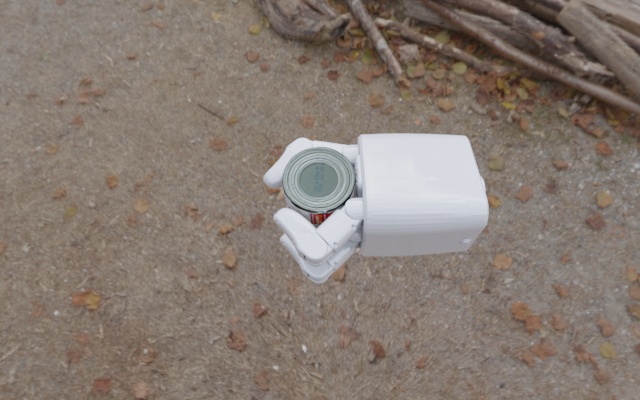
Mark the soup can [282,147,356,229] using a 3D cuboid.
[{"bbox_3d":[0.000,0.001,0.467,0.068,0.068,0.102,0,-25,2],"label":"soup can"}]
